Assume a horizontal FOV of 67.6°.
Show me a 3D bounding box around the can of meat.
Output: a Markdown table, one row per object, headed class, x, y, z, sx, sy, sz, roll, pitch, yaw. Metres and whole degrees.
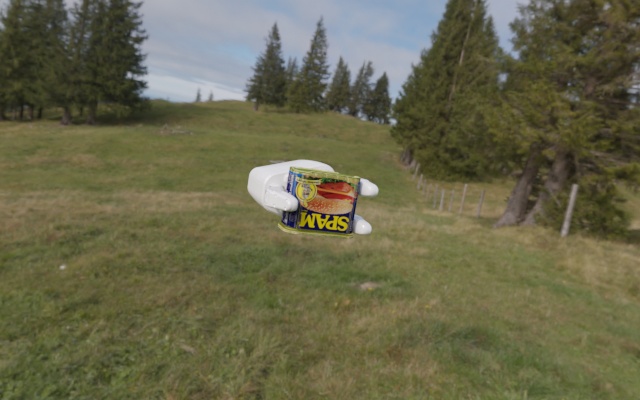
| class | x | y | z | sx | sy | sz | roll | pitch | yaw |
| --- | --- | --- | --- | --- | --- | --- | --- | --- | --- |
| can of meat | 0.000 | 0.002 | 0.648 | 0.102 | 0.084 | 0.057 | 7 | 8 | -19 |
